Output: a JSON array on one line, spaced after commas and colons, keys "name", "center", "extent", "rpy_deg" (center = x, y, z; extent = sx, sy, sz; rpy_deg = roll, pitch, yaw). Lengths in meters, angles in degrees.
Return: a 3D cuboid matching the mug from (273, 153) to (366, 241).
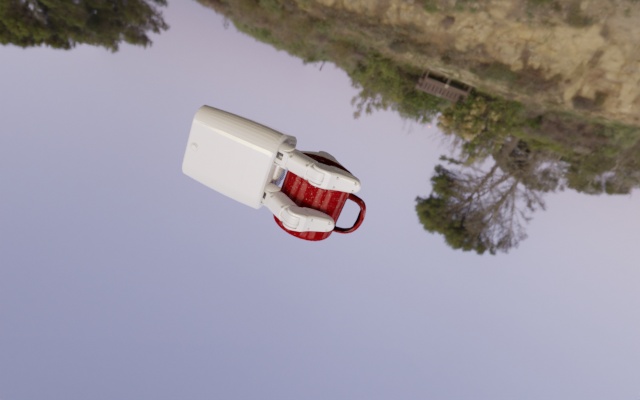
[{"name": "mug", "center": [0.001, 0.003, 0.602], "extent": [0.117, 0.081, 0.093], "rpy_deg": [24, 25, 5]}]
